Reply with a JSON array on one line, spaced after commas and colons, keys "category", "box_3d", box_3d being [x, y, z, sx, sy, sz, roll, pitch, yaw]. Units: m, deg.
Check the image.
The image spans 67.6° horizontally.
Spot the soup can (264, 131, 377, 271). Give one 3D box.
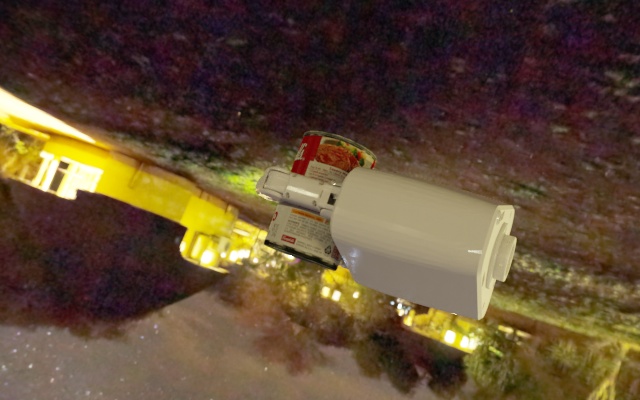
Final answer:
[{"category": "soup can", "box_3d": [-0.001, 0.001, 0.408, 0.068, 0.102, 0.068, 20, -9, 3]}]
